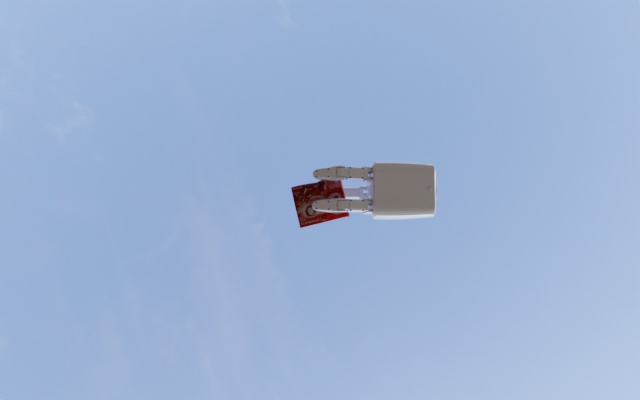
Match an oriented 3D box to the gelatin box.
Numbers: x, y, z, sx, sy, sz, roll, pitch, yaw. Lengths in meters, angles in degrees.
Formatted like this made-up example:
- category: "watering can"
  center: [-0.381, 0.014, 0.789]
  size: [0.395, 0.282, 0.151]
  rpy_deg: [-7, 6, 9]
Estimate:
- category: "gelatin box"
  center: [0.000, 0.003, 0.830]
  size: [0.089, 0.073, 0.030]
  rpy_deg: [-13, -3, 4]
